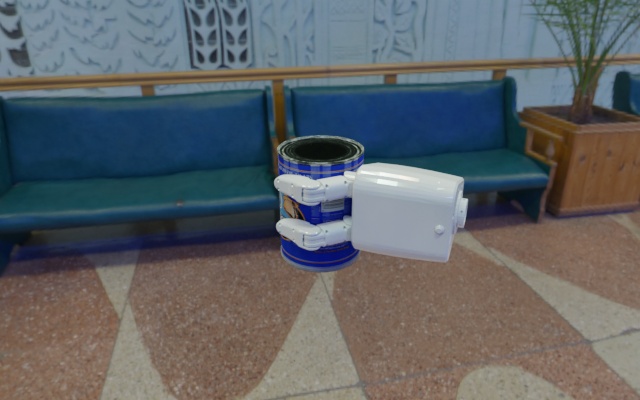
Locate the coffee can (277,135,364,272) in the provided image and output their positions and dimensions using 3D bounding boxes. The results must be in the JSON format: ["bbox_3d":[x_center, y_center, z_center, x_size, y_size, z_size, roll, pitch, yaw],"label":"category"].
[{"bbox_3d":[0.000,0.002,0.589,0.103,0.140,0.102,0,25,0],"label":"coffee can"}]
